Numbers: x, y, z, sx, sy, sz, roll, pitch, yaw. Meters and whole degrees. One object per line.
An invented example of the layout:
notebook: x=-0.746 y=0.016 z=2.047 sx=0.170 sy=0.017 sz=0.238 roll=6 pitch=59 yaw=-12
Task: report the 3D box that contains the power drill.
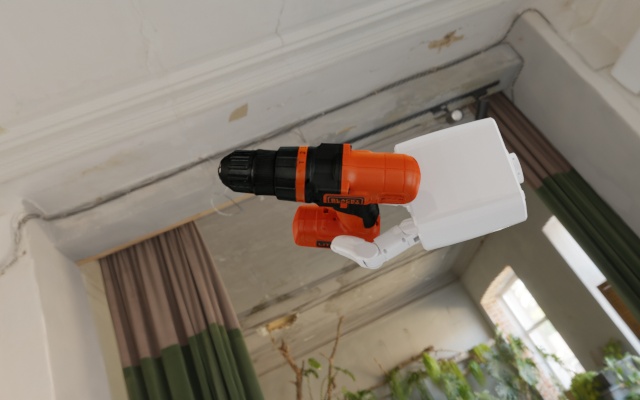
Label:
power drill: x=0.000 y=0.002 z=0.500 sx=0.184 sy=0.057 sz=0.188 roll=4 pitch=-19 yaw=4
